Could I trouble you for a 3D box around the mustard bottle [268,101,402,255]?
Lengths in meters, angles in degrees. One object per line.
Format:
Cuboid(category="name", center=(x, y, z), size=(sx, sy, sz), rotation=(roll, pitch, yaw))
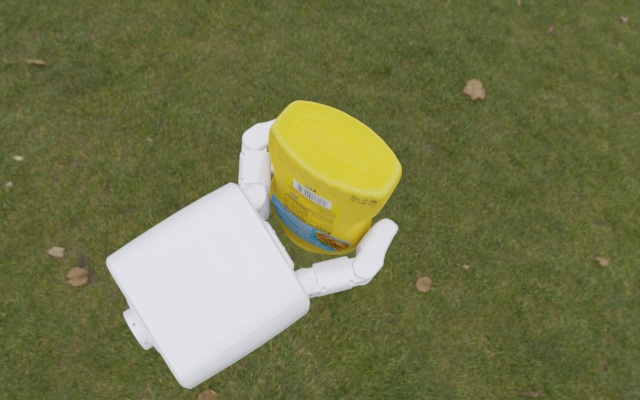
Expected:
Cuboid(category="mustard bottle", center=(0.000, 0.001, 0.409), size=(0.096, 0.058, 0.192), rotation=(31, -24, 7))
